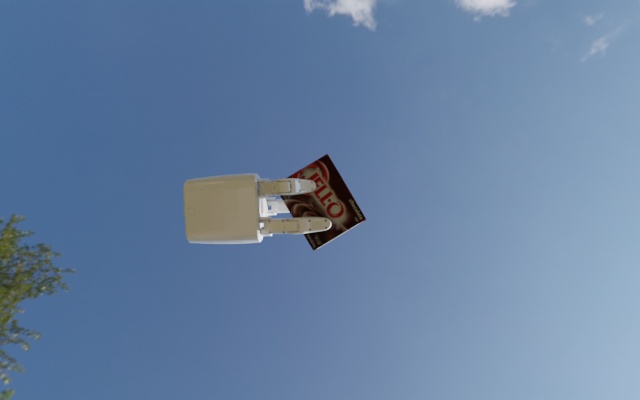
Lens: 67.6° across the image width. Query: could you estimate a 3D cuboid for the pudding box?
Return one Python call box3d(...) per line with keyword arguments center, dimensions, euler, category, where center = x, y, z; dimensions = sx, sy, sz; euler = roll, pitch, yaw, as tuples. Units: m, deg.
box3d(center=(0.000, 0.002, 0.697), dimensions=(0.090, 0.113, 0.039), euler=(-31, 1, 1), category="pudding box")
